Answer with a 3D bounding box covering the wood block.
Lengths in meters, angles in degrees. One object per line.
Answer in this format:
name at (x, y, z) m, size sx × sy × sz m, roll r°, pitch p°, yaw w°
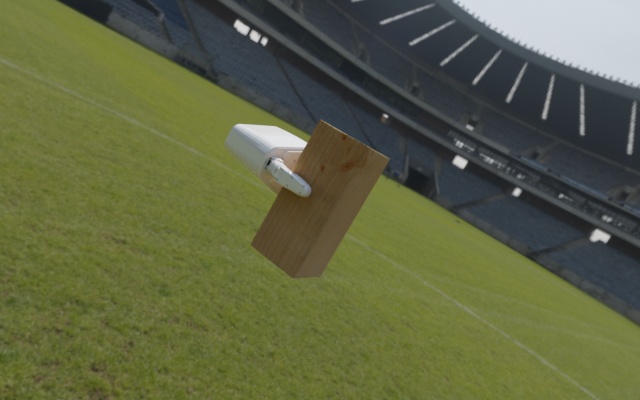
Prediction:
wood block at (0.000, 0.002, 0.693) m, size 0.090 × 0.206 × 0.091 m, roll 34°, pitch 9°, yaw 26°
